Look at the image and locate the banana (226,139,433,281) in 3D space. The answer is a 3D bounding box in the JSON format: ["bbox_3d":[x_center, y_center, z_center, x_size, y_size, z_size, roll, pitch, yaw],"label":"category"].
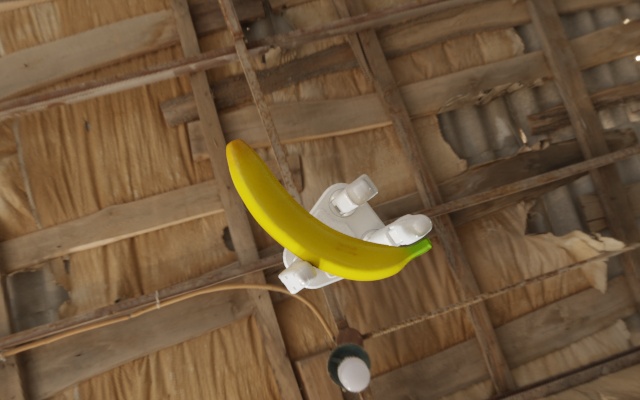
[{"bbox_3d":[-0.006,0.019,0.421,0.198,0.069,0.037,28,0,0],"label":"banana"}]
